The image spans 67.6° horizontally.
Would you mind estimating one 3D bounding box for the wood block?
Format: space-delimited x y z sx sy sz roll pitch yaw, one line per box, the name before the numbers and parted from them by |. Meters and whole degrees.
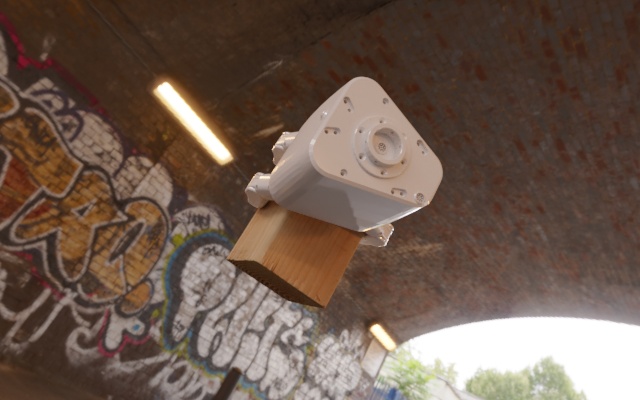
wood block | 0.001 0.002 0.522 0.091 0.206 0.090 39 -22 -21
